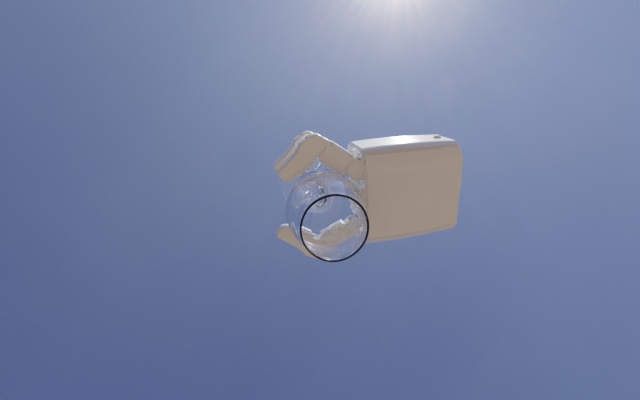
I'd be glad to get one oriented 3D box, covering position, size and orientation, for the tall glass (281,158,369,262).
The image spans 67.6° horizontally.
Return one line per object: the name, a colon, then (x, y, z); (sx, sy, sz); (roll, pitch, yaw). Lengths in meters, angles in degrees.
tall glass: (0.000, 0.002, 0.510); (0.079, 0.079, 0.201); (0, 13, -7)
